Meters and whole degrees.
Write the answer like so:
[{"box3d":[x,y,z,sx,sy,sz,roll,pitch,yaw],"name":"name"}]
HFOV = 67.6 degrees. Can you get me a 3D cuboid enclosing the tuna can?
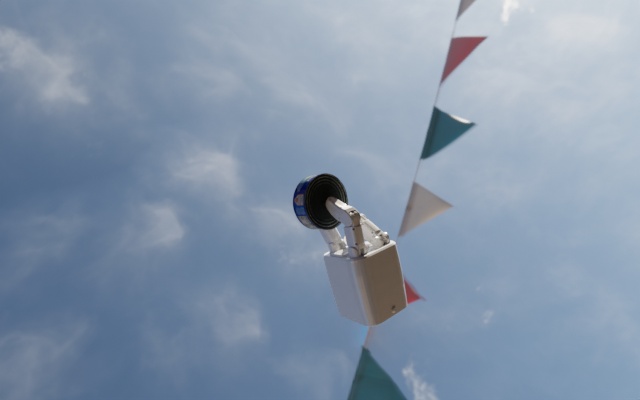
[{"box3d":[0.000,0.002,0.731,0.086,0.086,0.034,0,-2,-40],"name":"tuna can"}]
